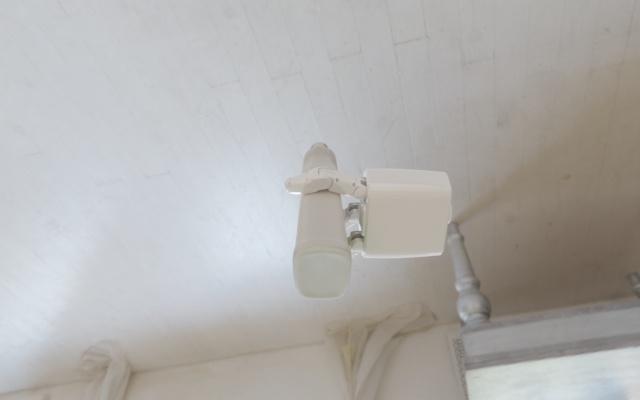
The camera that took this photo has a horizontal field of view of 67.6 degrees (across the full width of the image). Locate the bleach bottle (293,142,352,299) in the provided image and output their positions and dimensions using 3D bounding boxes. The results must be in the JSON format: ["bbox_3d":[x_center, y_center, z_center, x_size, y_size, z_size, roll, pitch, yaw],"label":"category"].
[{"bbox_3d":[0.000,0.002,0.639,0.068,0.103,0.250,0,44,-1],"label":"bleach bottle"}]
